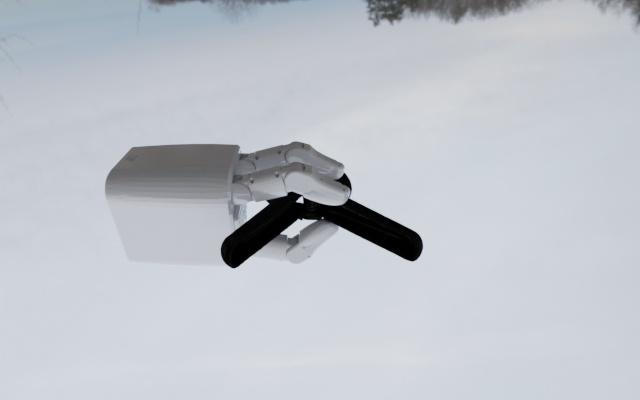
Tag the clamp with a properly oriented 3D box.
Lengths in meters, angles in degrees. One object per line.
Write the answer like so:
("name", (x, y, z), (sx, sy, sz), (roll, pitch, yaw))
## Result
("clamp", (0.000, 0.002, 0.461), (0.164, 0.036, 0.210), (3, 26, -4))
